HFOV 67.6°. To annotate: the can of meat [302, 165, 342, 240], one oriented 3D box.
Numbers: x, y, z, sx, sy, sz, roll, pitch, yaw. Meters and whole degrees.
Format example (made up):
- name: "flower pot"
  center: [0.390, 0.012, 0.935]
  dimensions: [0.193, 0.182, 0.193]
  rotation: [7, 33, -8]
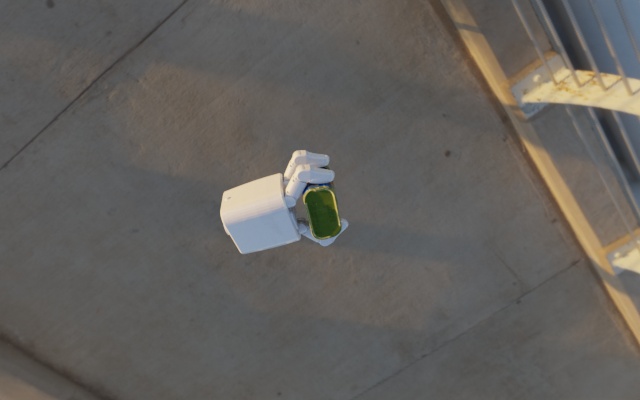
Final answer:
- name: "can of meat"
  center: [0.000, 0.003, 0.795]
  dimensions: [0.057, 0.102, 0.084]
  rotation: [-13, 30, 1]
